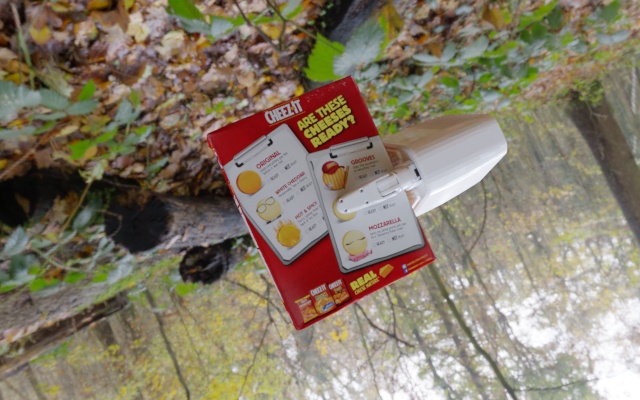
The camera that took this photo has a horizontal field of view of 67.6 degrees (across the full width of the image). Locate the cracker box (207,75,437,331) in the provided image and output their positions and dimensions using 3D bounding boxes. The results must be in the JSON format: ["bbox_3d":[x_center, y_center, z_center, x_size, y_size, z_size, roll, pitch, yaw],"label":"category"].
[{"bbox_3d":[0.000,0.002,0.507,0.164,0.213,0.072,-25,0,-13],"label":"cracker box"}]
